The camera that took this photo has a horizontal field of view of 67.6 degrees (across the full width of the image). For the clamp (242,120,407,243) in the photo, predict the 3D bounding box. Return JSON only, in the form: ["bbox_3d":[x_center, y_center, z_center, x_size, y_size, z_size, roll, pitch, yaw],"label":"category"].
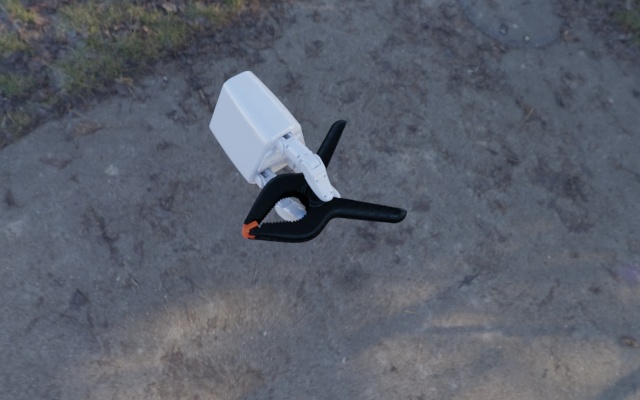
[{"bbox_3d":[0.000,0.002,0.616,0.210,0.164,0.036,-34,-13,-22],"label":"clamp"}]
